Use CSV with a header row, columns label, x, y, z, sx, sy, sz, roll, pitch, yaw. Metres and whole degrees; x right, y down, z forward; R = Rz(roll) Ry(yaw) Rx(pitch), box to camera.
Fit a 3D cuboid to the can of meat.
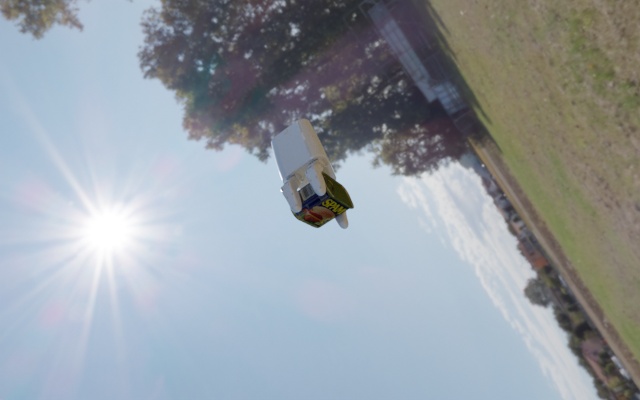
label,x,y,z,sx,sy,sz,roll,pitch,yaw
can of meat,0.000,0.003,0.891,0.084,0.057,0.102,-33,-32,18
